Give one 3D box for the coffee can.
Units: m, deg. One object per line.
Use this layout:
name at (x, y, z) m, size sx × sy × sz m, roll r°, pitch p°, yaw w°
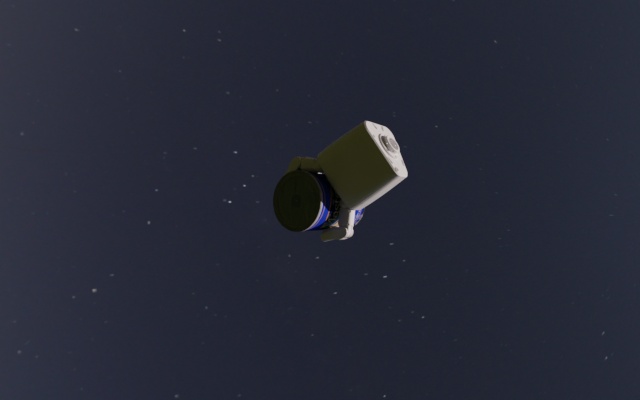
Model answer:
coffee can at (0.000, 0.003, 0.847) m, size 0.103 × 0.103 × 0.140 m, roll 0°, pitch -2°, yaw 36°
